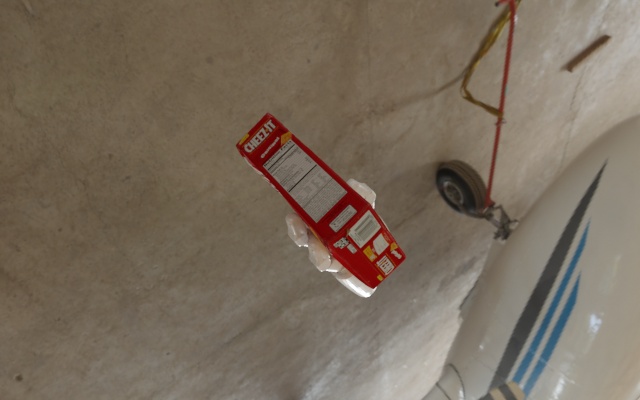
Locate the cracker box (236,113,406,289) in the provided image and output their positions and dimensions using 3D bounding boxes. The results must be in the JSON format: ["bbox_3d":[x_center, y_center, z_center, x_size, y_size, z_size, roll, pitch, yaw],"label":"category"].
[{"bbox_3d":[0.000,0.002,0.625,0.213,0.072,0.164,45,-2,36],"label":"cracker box"}]
